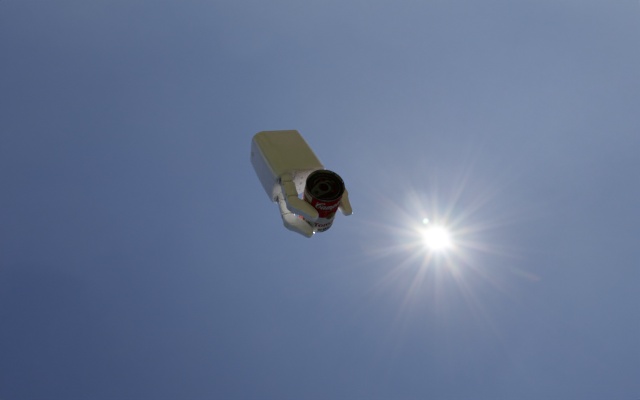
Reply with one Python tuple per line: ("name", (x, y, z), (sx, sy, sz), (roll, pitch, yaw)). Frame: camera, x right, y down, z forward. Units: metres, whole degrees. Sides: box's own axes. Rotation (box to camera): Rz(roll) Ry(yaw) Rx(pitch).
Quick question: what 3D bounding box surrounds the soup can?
("soup can", (0.000, 0.003, 0.849), (0.068, 0.068, 0.102), (0, -36, -12))
